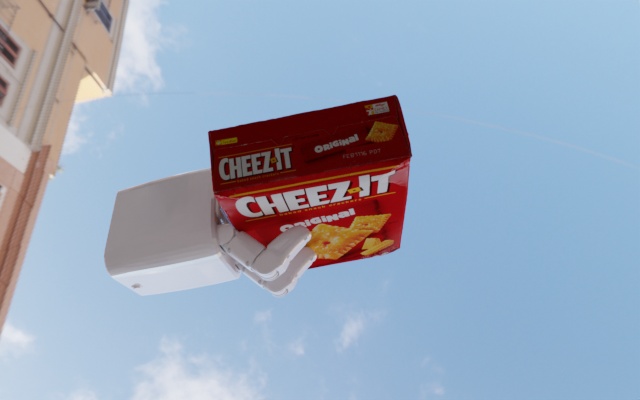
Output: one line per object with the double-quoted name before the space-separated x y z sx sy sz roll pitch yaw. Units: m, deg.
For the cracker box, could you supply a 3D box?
"cracker box" 0.000 0.001 0.478 0.164 0.072 0.214 -11 -27 1
